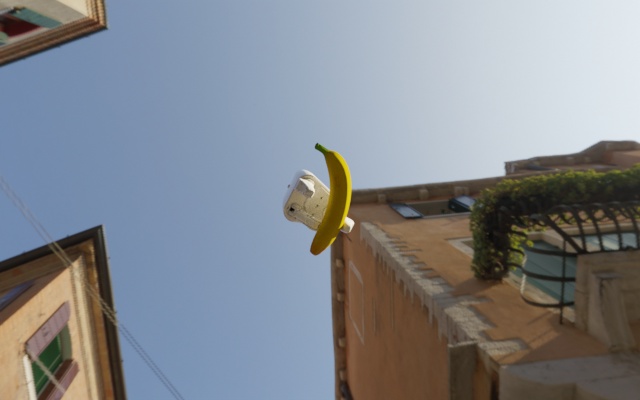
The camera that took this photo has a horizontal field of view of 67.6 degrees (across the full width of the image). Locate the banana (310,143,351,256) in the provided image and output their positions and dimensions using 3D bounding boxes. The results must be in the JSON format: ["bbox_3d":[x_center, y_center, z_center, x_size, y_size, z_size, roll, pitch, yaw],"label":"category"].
[{"bbox_3d":[0.019,0.000,0.828,0.069,0.198,0.037,1,11,-8],"label":"banana"}]
